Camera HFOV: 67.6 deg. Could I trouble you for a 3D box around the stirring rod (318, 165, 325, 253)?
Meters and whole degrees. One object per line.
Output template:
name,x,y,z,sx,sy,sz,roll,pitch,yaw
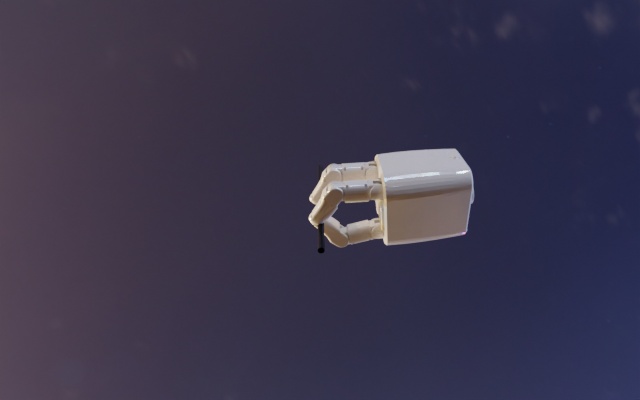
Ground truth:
stirring rod,0.000,0.002,0.645,0.011,0.011,0.239,0,27,0
